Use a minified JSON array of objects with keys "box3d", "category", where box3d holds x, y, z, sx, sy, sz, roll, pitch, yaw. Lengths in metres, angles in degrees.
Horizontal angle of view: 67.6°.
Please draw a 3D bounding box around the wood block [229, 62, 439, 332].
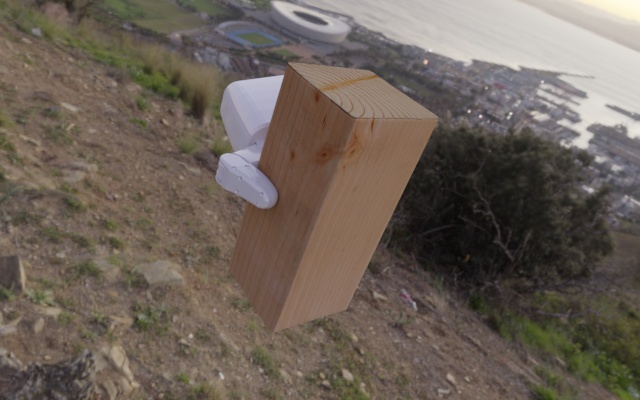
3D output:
[{"box3d":[0.000,0.001,0.406,0.091,0.206,0.090,-7,40,-38],"category":"wood block"}]
